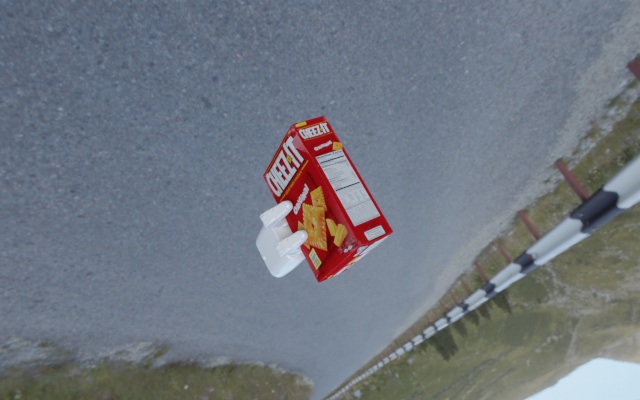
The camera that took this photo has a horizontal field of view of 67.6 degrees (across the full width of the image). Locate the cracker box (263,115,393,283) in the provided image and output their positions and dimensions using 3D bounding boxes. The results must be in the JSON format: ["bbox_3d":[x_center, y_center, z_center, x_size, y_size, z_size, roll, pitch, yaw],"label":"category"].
[{"bbox_3d":[0.000,0.003,0.759,0.072,0.213,0.164,-20,-17,-32],"label":"cracker box"}]
